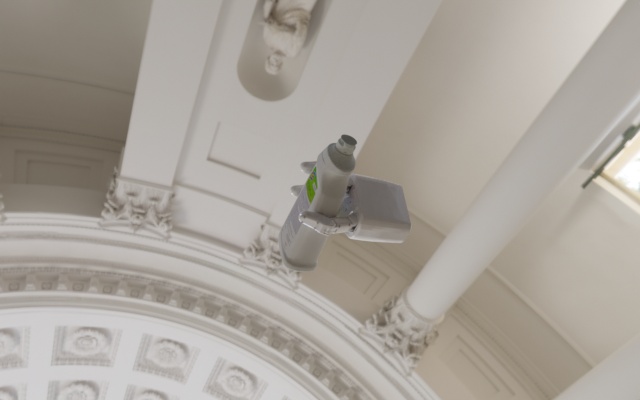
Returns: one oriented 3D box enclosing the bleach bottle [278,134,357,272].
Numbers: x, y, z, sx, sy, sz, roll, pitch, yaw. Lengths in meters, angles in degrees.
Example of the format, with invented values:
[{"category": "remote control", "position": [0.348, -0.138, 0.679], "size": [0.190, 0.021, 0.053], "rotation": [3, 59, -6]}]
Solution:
[{"category": "bleach bottle", "position": [0.000, 0.003, 0.812], "size": [0.068, 0.251, 0.102], "rotation": [9, 39, -25]}]
